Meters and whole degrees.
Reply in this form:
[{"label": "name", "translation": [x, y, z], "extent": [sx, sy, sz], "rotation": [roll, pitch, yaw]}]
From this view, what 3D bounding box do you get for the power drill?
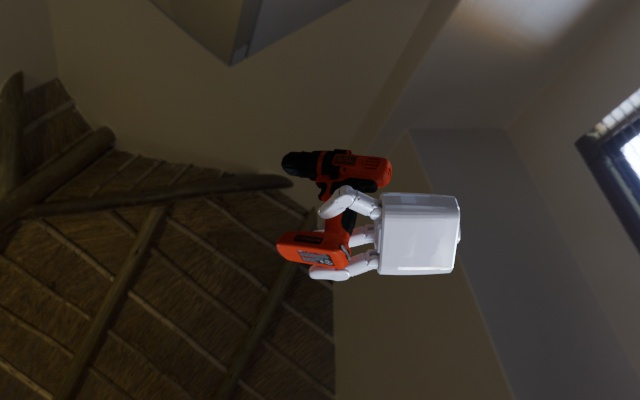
[{"label": "power drill", "translation": [0.000, 0.003, 0.724], "extent": [0.184, 0.187, 0.057], "rotation": [6, -30, 25]}]
